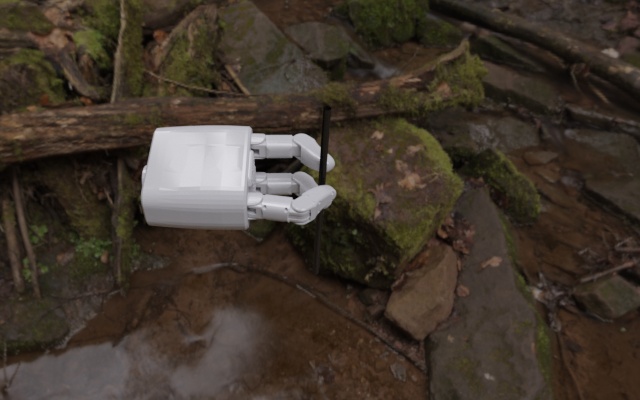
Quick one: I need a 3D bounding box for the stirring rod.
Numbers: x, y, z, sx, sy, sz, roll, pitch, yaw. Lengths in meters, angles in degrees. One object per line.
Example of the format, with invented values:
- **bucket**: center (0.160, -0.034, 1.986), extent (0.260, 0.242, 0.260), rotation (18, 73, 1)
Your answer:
- **stirring rod**: center (0.000, 0.002, 0.540), extent (0.011, 0.240, 0.011), rotation (2, 41, -2)
